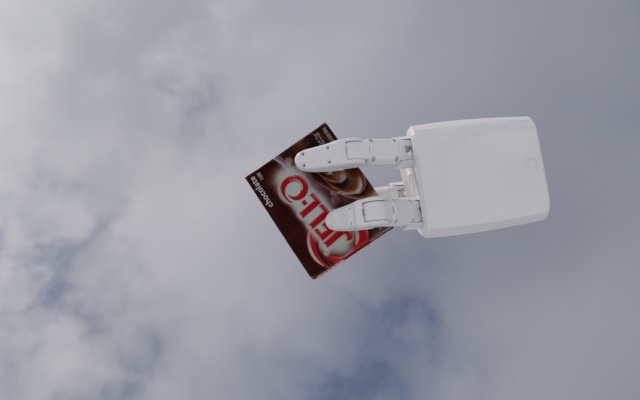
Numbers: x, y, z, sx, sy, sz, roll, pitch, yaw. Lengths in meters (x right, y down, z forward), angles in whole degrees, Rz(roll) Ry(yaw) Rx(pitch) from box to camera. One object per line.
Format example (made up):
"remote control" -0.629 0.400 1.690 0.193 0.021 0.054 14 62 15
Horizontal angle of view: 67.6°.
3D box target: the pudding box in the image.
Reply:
"pudding box" 0.000 0.001 0.435 0.090 0.113 0.039 -35 -11 -1
